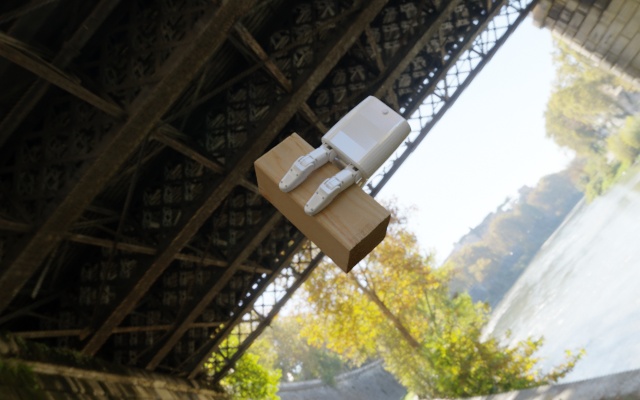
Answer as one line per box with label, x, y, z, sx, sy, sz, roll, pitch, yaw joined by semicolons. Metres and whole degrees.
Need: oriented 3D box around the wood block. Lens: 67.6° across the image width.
wood block;0.000;0.002;0.747;0.090;0.206;0.091;-40;-23;-20
